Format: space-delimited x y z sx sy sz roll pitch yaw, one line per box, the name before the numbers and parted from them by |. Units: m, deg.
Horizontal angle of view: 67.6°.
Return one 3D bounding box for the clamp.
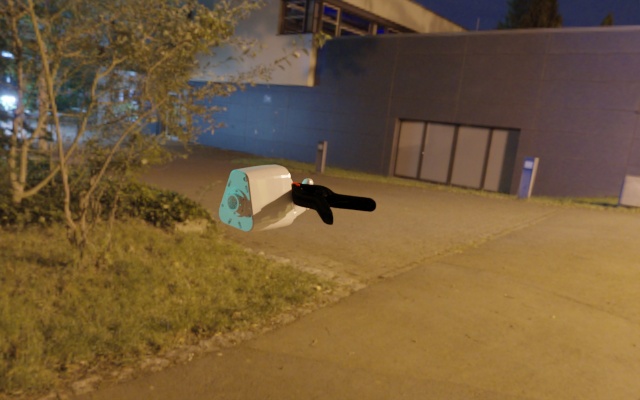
clamp | 0.000 0.002 0.858 0.171 0.039 0.120 14 17 36
